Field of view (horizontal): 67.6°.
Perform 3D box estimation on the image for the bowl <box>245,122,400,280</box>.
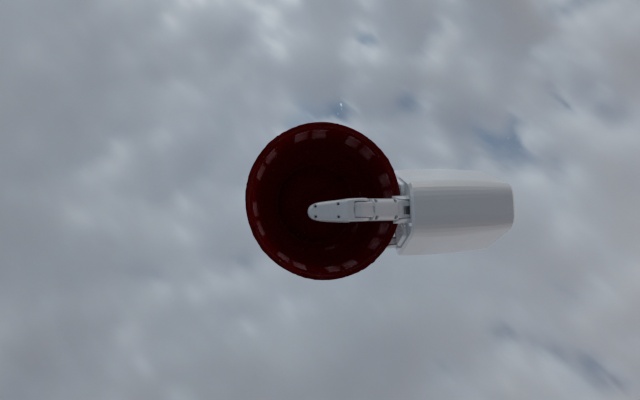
[{"bbox_3d":[-0.001,0.001,0.509,0.162,0.162,0.055,0,-4,-11],"label":"bowl"}]
